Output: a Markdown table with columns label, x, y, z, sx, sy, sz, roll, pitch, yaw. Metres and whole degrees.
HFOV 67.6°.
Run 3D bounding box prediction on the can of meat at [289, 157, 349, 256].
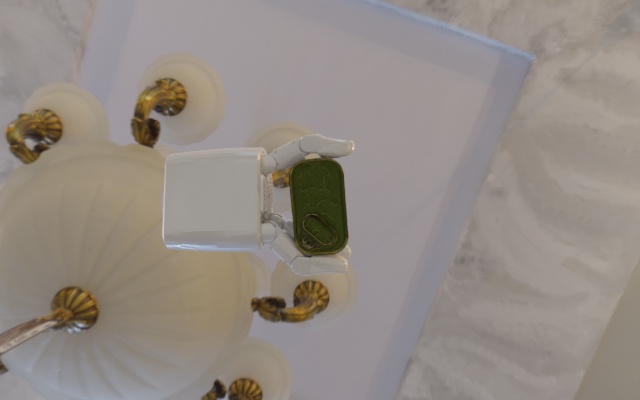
| label | x | y | z | sx | sy | sz | roll | pitch | yaw |
| --- | --- | --- | --- | --- | --- | --- | --- | --- | --- |
| can of meat | 0.000 | 0.002 | 0.534 | 0.057 | 0.102 | 0.084 | -5 | 8 | 3 |
